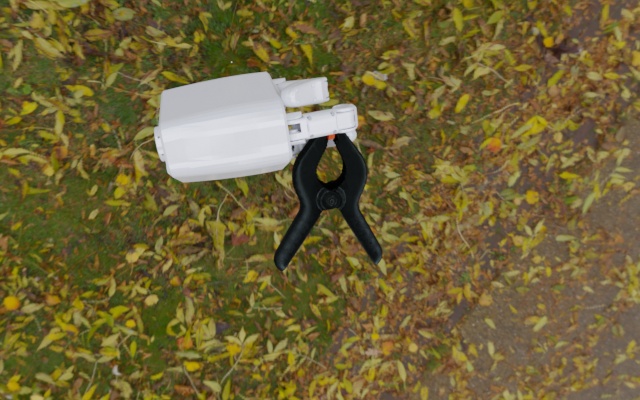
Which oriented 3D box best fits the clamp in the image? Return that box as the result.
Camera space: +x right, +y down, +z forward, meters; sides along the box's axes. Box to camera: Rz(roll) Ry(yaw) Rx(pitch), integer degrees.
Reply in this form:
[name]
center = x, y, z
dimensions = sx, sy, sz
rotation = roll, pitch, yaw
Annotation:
[clamp]
center = 0.000, 0.002, 0.506
dimensions = 0.120, 0.171, 0.039
rotation = -13, 18, -11
